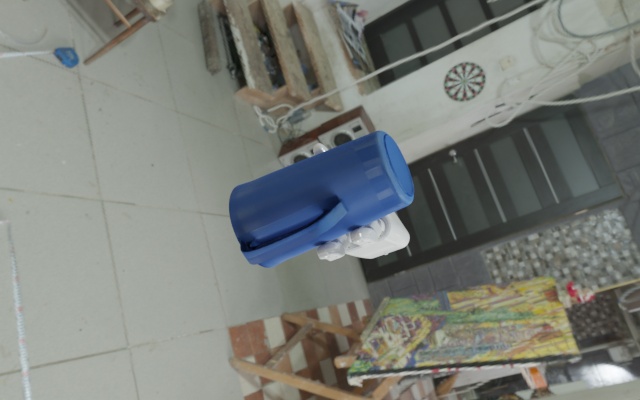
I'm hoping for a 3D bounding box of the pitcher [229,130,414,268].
[{"bbox_3d":[0.000,0.002,0.668,0.243,0.149,0.145,-23,-25,22],"label":"pitcher"}]
